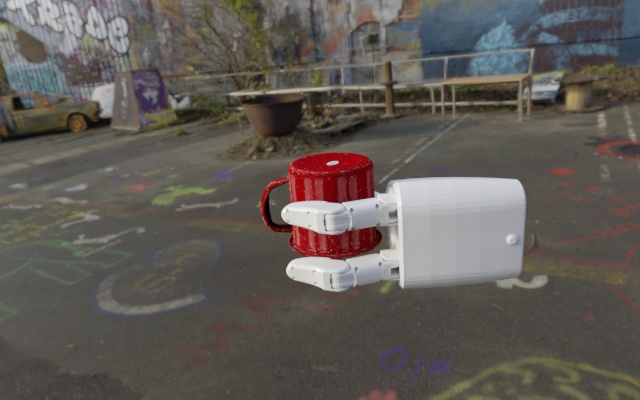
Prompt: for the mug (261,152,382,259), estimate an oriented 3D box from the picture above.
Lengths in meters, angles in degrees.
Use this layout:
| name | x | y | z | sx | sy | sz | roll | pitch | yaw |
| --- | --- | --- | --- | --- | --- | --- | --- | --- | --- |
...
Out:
| name | x | y | z | sx | sy | sz | roll | pitch | yaw |
| --- | --- | --- | --- | --- | --- | --- | --- | --- | --- |
| mug | -0.001 | 0.001 | 0.465 | 0.117 | 0.081 | 0.093 | -3 | 19 | 2 |
